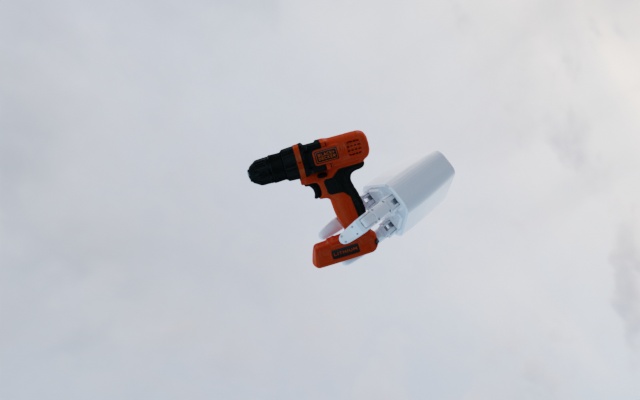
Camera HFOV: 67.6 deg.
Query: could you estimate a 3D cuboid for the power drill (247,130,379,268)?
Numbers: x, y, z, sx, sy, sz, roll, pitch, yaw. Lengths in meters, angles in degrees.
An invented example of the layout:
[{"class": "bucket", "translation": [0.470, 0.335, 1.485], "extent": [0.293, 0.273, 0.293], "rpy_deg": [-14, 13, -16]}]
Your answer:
[{"class": "power drill", "translation": [0.000, 0.003, 0.718], "extent": [0.184, 0.188, 0.057], "rpy_deg": [-16, 11, 0]}]
